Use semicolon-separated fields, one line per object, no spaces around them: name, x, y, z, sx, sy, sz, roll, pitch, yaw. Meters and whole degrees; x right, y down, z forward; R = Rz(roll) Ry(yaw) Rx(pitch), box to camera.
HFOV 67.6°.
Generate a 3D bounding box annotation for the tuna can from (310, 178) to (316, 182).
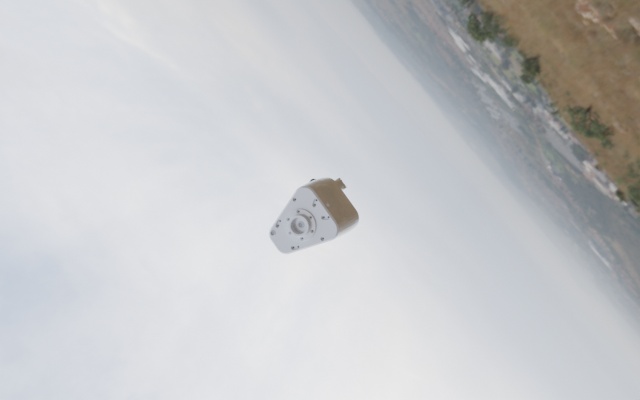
tuna can;0.000;0.003;0.885;0.034;0.086;0.086;-41;-18;22
